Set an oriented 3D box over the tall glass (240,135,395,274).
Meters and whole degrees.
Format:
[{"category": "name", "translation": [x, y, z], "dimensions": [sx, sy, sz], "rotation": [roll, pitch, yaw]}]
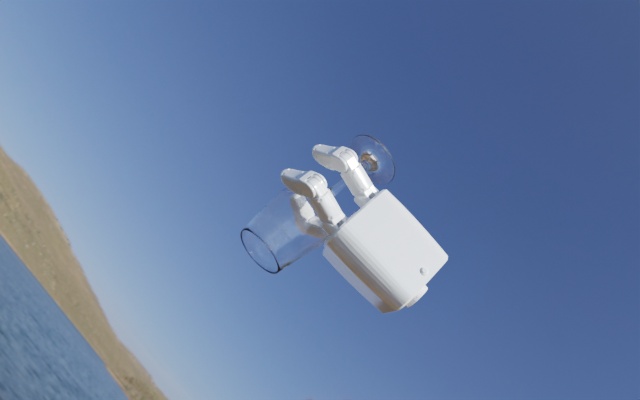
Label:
[{"category": "tall glass", "translation": [0.000, 0.001, 0.570], "dimensions": [0.201, 0.079, 0.079], "rotation": [-39, 21, -29]}]
